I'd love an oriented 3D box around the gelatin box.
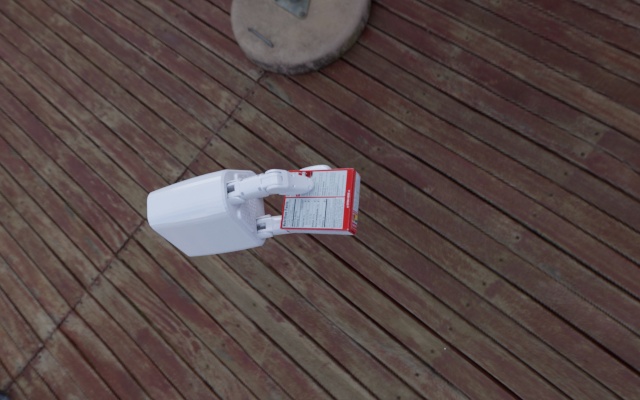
[{"bbox_3d":[0.000,0.002,0.563,0.089,0.073,0.030,-1,-15,24],"label":"gelatin box"}]
